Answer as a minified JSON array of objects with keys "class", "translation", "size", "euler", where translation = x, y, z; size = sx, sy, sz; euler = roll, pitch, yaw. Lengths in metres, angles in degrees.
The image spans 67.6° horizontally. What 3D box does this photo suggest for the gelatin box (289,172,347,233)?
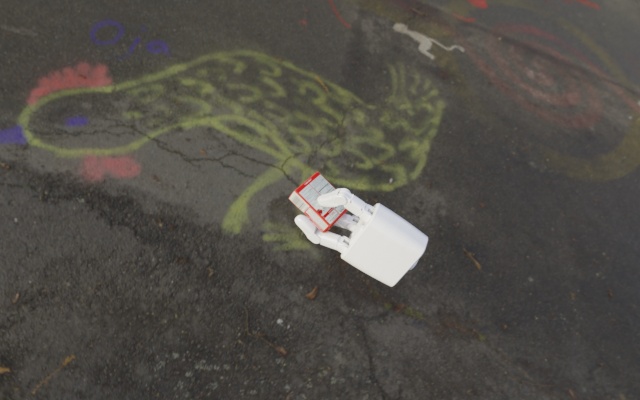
[{"class":"gelatin box","translation":[0.000,0.002,0.838],"size":[0.073,0.089,0.030],"euler":[-43,-3,-42]}]
